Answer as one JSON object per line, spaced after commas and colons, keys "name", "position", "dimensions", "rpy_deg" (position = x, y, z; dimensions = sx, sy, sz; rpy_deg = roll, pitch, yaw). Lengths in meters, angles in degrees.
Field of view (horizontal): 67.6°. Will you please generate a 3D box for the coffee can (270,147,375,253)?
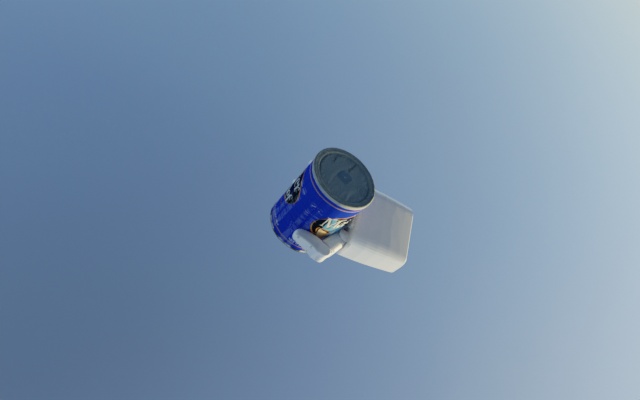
{"name": "coffee can", "position": [0.000, 0.002, 0.720], "dimensions": [0.103, 0.102, 0.140], "rpy_deg": [0, -31, -36]}
